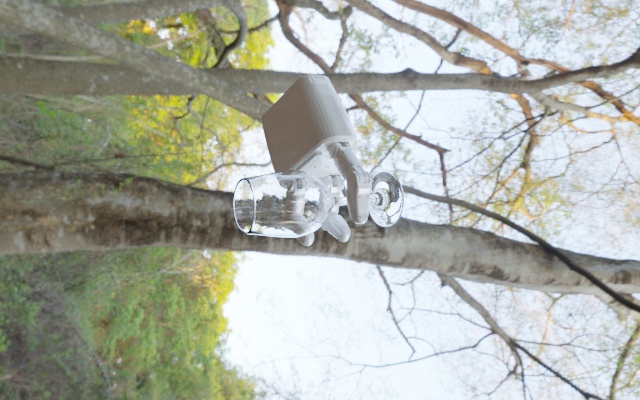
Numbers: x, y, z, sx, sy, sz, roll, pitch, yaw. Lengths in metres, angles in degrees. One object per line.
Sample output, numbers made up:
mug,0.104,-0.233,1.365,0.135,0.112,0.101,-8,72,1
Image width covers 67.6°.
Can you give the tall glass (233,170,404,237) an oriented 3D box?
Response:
tall glass,0.001,0.002,0.574,0.201,0.079,0.079,-3,2,-32
